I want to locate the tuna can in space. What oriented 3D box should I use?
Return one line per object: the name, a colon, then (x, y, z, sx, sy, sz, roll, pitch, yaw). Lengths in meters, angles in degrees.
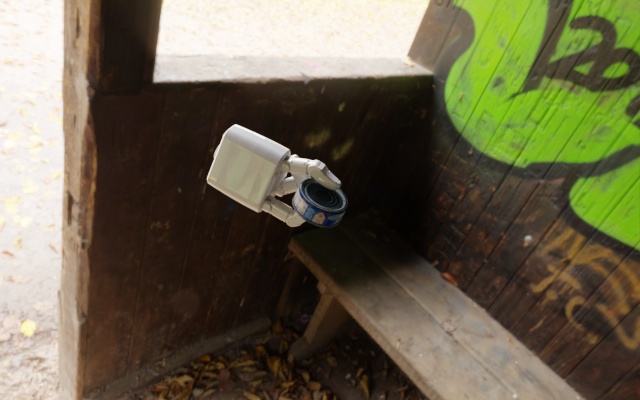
tuna can: (0.000, 0.002, 0.767, 0.086, 0.034, 0.086, 19, 35, -13)
